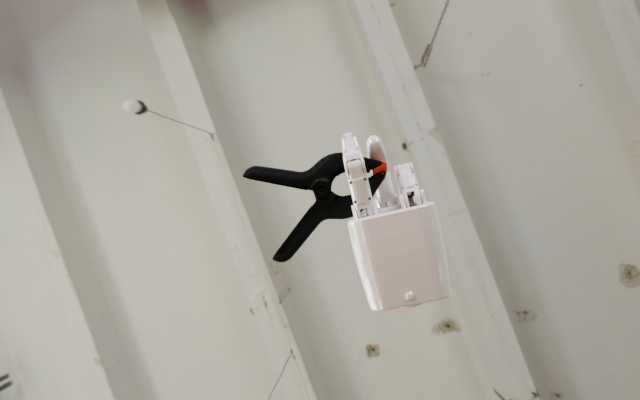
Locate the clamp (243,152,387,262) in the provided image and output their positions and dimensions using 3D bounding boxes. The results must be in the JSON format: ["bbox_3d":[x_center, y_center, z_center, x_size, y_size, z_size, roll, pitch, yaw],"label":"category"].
[{"bbox_3d":[0.000,0.002,0.568,0.171,0.120,0.039,-13,0,7],"label":"clamp"}]
